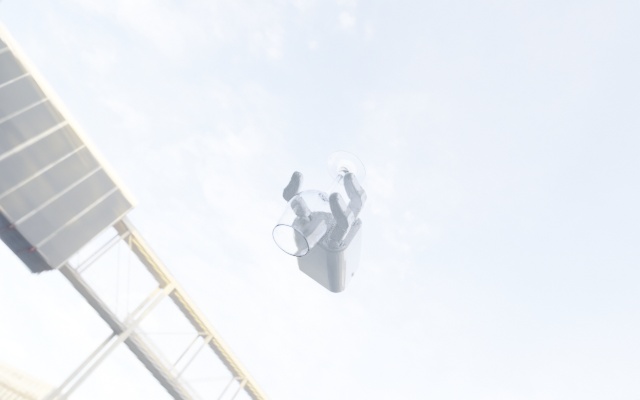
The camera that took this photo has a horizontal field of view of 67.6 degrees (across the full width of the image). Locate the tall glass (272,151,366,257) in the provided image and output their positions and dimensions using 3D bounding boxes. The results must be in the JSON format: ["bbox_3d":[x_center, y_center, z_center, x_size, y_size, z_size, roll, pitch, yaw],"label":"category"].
[{"bbox_3d":[0.000,0.002,0.763,0.079,0.079,0.201,0,35,33],"label":"tall glass"}]
